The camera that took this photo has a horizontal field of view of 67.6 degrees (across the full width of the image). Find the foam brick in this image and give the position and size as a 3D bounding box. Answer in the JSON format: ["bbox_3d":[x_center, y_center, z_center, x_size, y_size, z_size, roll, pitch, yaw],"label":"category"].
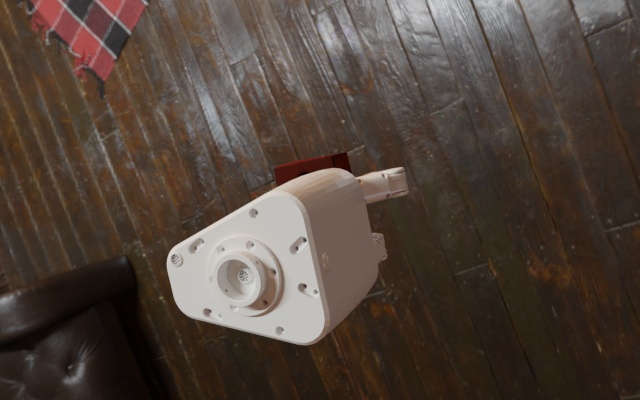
[{"bbox_3d":[0.000,0.001,0.409,0.053,0.078,0.051,-11,5,19],"label":"foam brick"}]
